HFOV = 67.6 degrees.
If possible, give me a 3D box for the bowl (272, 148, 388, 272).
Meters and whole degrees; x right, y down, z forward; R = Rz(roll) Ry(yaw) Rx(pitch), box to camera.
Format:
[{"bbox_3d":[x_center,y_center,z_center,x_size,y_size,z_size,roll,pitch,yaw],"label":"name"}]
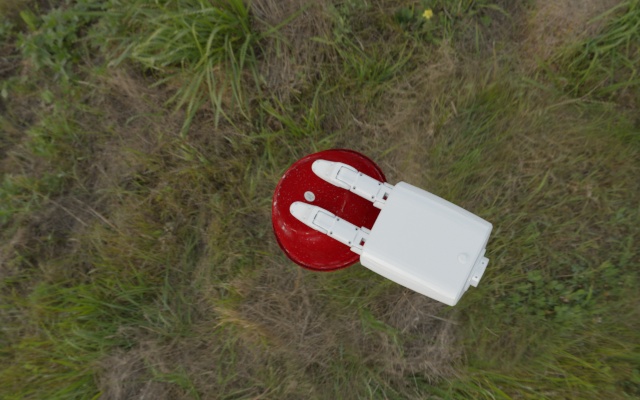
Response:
[{"bbox_3d":[-0.001,0.002,0.577,0.162,0.162,0.055,0,-17,25],"label":"bowl"}]
